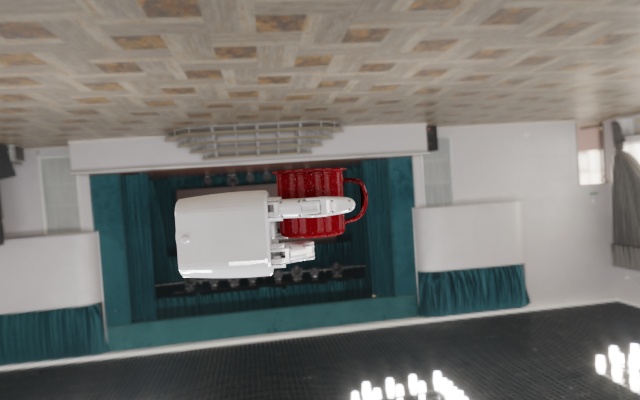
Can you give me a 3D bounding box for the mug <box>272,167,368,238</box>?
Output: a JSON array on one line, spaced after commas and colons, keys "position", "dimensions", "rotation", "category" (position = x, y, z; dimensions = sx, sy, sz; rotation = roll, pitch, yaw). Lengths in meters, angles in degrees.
[{"position": [0.002, 0.002, 0.594], "dimensions": [0.117, 0.081, 0.093], "rotation": [-3, 1, 1], "category": "mug"}]
